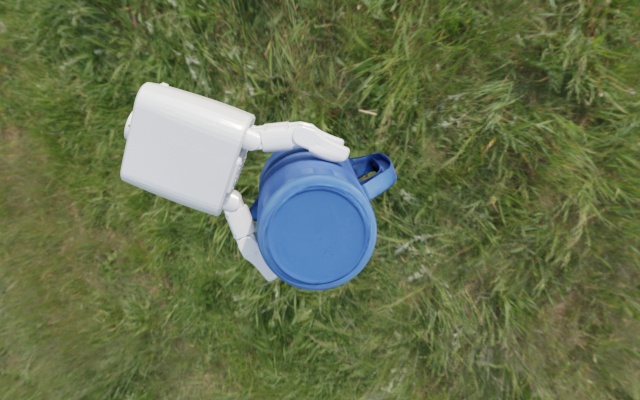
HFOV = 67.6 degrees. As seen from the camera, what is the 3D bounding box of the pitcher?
[{"bbox_3d":[0.000,0.002,0.532,0.145,0.149,0.242,22,10,-8],"label":"pitcher"}]
